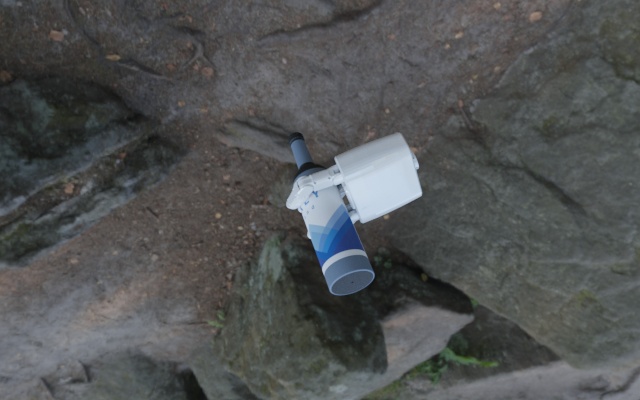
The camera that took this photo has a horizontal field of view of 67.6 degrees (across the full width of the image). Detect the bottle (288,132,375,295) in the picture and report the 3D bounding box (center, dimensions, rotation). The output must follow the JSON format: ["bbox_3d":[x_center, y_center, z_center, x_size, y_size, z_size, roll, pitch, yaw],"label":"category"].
[{"bbox_3d":[0.000,0.003,0.745,0.069,0.295,0.069,-14,-36,-10],"label":"bottle"}]
